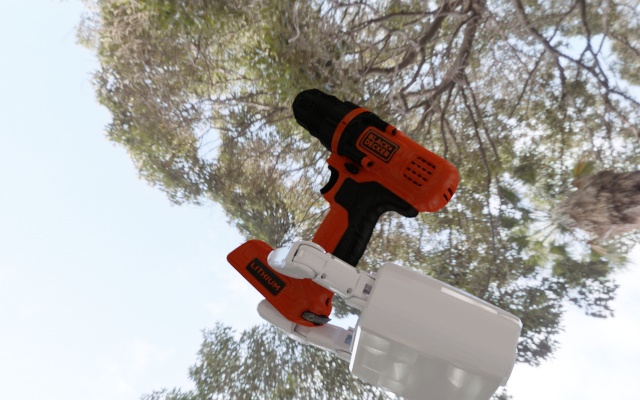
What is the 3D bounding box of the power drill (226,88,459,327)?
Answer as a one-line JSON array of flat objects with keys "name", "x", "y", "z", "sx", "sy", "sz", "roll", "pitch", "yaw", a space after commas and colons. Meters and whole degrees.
[{"name": "power drill", "x": 0.000, "y": 0.002, "z": 0.429, "sx": 0.184, "sy": 0.187, "sz": 0.057, "roll": 37, "pitch": 2, "yaw": 33}]
